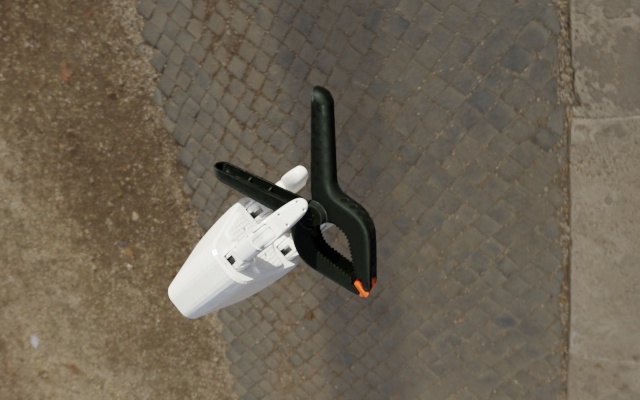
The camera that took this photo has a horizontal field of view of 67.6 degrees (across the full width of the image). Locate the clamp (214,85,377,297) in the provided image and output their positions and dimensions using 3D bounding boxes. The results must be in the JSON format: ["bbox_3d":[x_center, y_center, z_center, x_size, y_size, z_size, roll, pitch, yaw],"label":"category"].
[{"bbox_3d":[0.000,0.002,0.484,0.165,0.210,0.036,-39,1,34],"label":"clamp"}]
